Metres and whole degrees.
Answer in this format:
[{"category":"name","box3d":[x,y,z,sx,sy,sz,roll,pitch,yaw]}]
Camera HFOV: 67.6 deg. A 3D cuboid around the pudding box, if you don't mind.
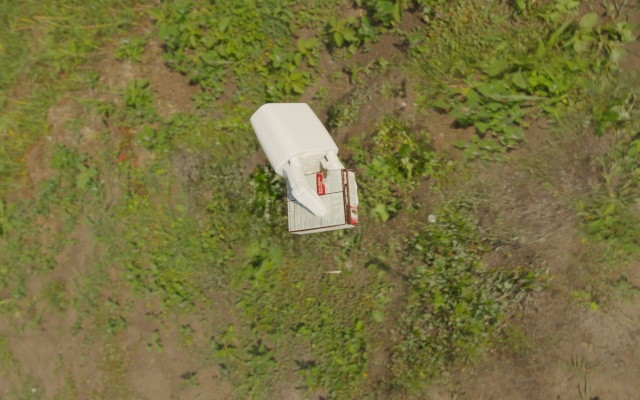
[{"category":"pudding box","box3d":[0.000,0.002,0.744,0.113,0.090,0.039,-10,-10,34]}]
